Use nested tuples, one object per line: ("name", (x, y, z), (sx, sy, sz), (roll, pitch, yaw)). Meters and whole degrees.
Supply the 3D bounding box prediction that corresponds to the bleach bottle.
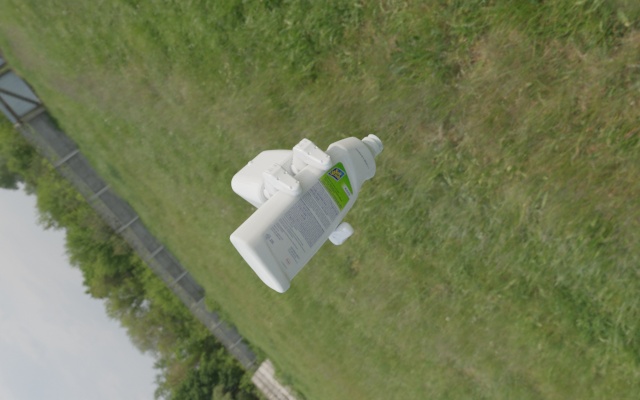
("bleach bottle", (0.000, 0.002, 0.657), (0.250, 0.103, 0.068), (-44, 27, -21))
